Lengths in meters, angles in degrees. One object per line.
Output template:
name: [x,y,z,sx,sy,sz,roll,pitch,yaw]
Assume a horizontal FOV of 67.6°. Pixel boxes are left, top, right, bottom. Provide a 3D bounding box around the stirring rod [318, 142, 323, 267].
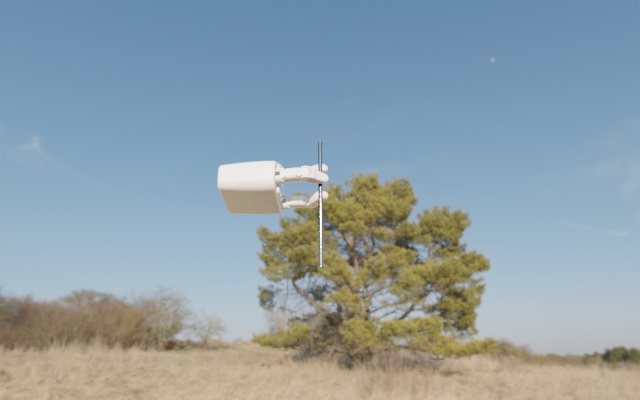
stirring rod: [0.000,0.003,0.876,0.011,0.239,0.011,0,-18,0]
